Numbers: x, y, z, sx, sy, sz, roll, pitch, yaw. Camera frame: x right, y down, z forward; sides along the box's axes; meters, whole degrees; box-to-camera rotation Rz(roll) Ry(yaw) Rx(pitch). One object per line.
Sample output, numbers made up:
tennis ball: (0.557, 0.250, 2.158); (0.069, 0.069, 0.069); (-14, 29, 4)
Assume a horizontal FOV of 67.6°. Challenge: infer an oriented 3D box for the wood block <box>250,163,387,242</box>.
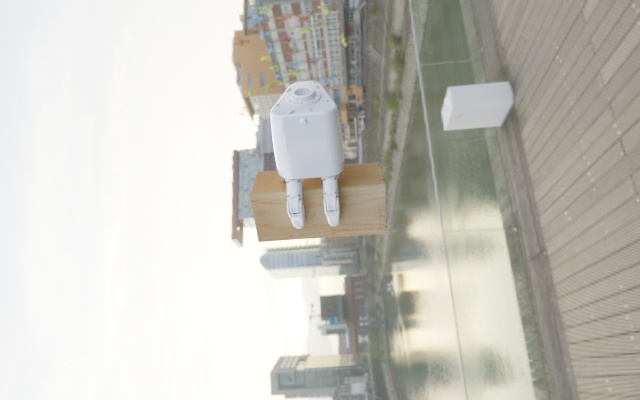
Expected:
wood block: (0.000, 0.002, 0.777); (0.206, 0.090, 0.090); (-4, 28, 4)
